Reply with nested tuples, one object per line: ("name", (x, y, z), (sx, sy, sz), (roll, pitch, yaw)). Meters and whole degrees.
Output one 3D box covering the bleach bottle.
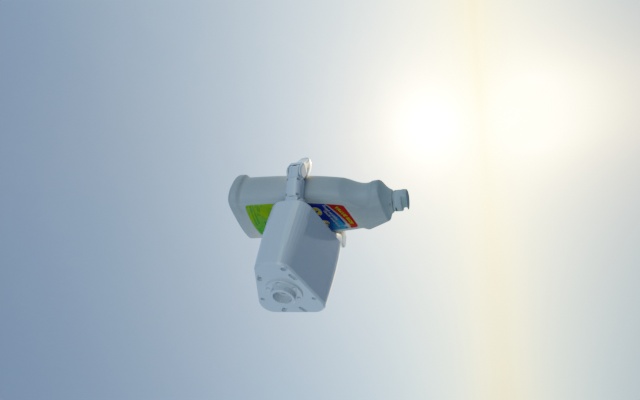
("bleach bottle", (0.000, 0.002, 0.691), (0.251, 0.103, 0.068), (-5, 42, 19))
